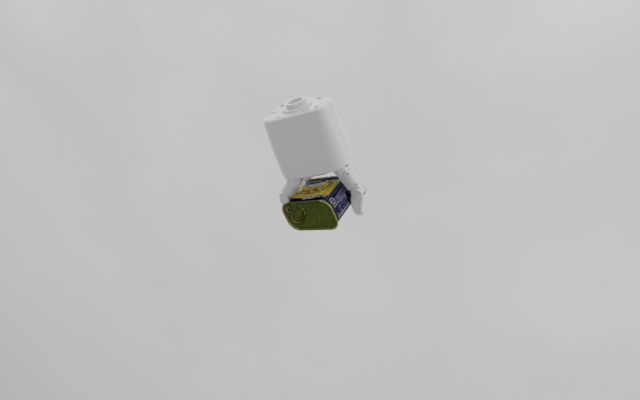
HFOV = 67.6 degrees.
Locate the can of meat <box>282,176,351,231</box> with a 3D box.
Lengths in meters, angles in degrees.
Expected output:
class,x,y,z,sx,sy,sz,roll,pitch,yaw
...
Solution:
class,x,y,z,sx,sy,sz,roll,pitch,yaw
can of meat,0.000,0.002,0.804,0.102,0.057,0.084,-4,32,36
